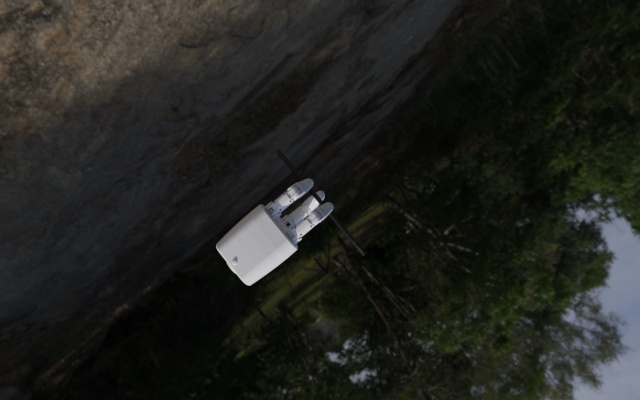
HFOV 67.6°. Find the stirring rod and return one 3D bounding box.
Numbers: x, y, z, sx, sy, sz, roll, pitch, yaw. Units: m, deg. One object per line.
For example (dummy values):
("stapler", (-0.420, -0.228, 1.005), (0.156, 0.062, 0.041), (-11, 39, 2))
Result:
("stirring rod", (0.000, 0.003, 0.842), (0.011, 0.239, 0.011), (-40, -4, -4))
